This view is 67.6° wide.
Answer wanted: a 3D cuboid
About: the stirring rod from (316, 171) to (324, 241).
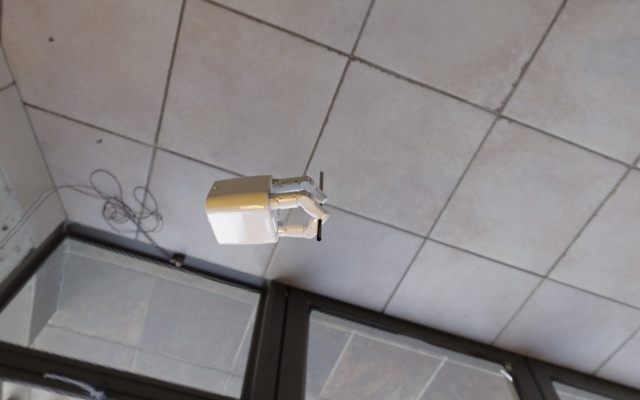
[{"bbox_3d":[0.000,0.003,0.848,0.011,0.011,0.239,0,29,1],"label":"stirring rod"}]
